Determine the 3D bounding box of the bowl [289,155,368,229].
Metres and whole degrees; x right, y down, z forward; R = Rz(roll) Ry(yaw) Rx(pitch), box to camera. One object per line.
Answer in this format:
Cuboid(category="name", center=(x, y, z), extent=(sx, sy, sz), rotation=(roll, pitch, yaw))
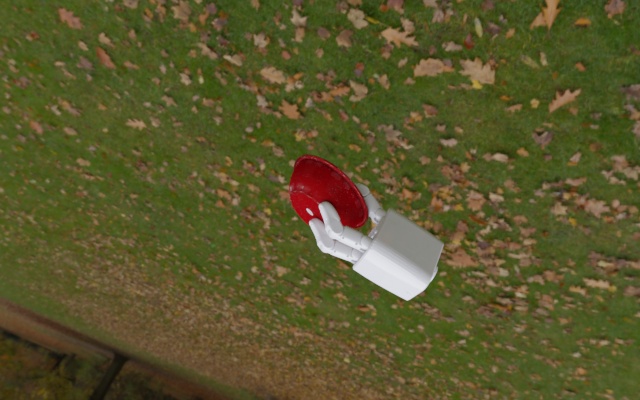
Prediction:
Cuboid(category="bowl", center=(-0.001, 0.002, 0.807), extent=(0.055, 0.162, 0.162), rotation=(-45, 24, -26))
